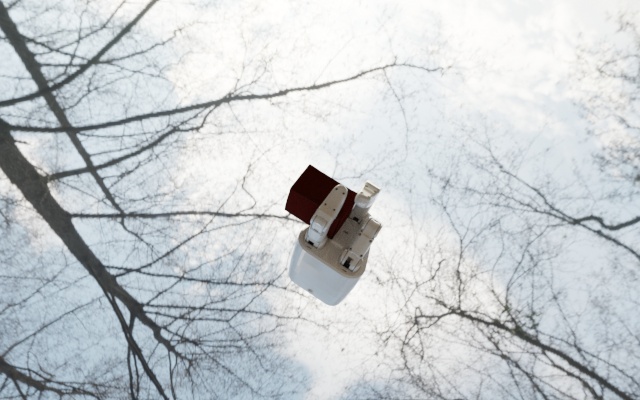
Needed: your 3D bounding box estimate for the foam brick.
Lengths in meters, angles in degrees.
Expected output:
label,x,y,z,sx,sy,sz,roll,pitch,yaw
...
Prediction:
label,x,y,z,sx,sy,sz,roll,pitch,yaw
foam brick,0.000,0.002,0.624,0.078,0.053,0.051,33,-36,8
